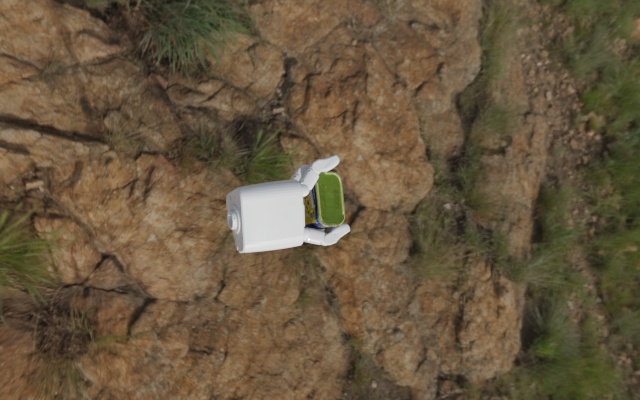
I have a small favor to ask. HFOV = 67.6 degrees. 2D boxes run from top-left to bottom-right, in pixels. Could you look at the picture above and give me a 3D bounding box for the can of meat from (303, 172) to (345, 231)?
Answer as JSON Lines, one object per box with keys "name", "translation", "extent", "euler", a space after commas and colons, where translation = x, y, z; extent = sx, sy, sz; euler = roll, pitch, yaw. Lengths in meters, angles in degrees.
{"name": "can of meat", "translation": [0.000, 0.003, 0.859], "extent": [0.057, 0.102, 0.084], "euler": [-2, -7, -25]}
